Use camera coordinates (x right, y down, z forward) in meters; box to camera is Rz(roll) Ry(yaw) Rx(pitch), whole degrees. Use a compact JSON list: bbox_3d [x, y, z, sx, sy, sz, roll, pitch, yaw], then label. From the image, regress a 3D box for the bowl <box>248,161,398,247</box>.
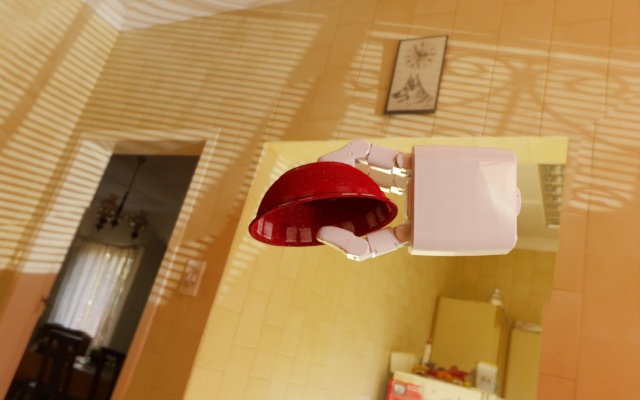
[{"bbox_3d":[-0.001,0.001,0.521,0.162,0.055,0.162,-8,-21,-3],"label":"bowl"}]
